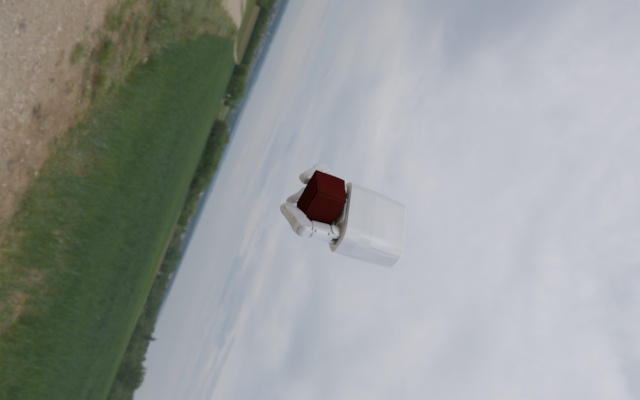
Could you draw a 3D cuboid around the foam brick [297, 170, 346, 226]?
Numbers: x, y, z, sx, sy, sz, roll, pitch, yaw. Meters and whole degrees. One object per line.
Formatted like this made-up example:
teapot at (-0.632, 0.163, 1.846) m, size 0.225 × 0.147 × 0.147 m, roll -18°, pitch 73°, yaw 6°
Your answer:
foam brick at (0.000, 0.002, 0.735) m, size 0.051 × 0.078 × 0.053 m, roll 19°, pitch 39°, yaw -16°
